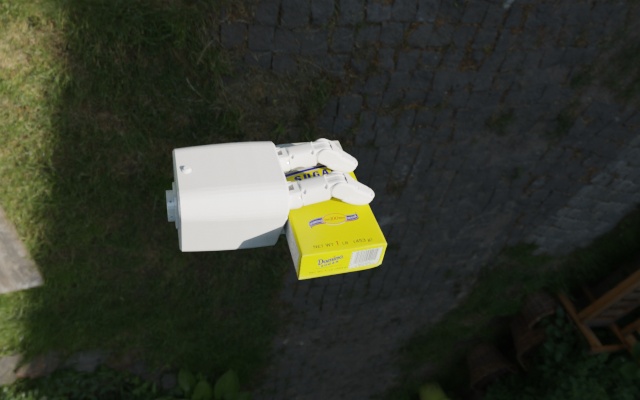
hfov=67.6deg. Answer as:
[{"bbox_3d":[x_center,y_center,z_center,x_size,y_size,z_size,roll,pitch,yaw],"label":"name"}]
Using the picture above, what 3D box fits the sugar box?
[{"bbox_3d":[0.000,0.001,0.541,0.093,0.176,0.048,-6,-42,-16],"label":"sugar box"}]
